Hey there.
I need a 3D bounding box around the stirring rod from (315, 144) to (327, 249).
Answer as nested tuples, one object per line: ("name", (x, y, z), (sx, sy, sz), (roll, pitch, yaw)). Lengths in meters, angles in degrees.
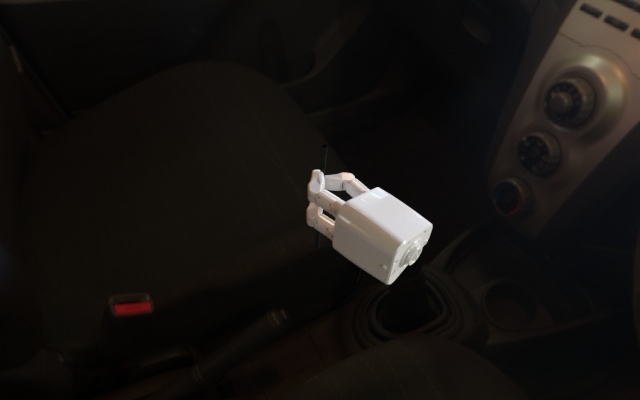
("stirring rod", (0.000, 0.003, 0.799), (0.011, 0.011, 0.240), (0, -44, -4))
